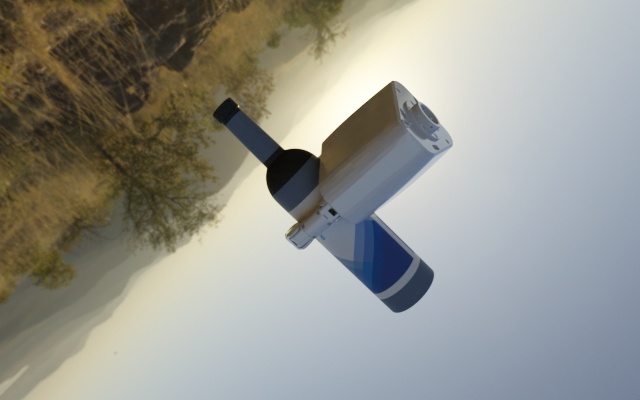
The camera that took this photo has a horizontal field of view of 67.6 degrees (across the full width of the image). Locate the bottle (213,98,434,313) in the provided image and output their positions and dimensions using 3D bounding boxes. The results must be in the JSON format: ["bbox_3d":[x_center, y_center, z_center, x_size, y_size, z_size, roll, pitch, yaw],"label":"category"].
[{"bbox_3d":[0.000,0.002,0.525,0.296,0.069,0.069,44,-8,-8],"label":"bottle"}]
